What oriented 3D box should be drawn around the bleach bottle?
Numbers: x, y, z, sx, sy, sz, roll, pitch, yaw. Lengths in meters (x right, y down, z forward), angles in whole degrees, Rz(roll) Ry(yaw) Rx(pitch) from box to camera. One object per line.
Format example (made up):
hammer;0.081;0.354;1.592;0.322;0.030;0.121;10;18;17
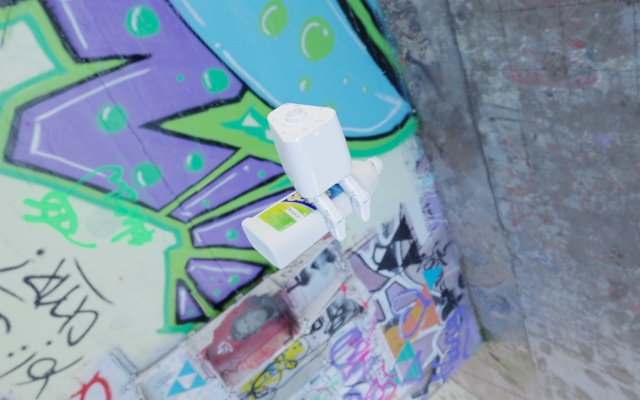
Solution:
bleach bottle;0.000;0.003;0.790;0.250;0.068;0.102;-37;43;-21
